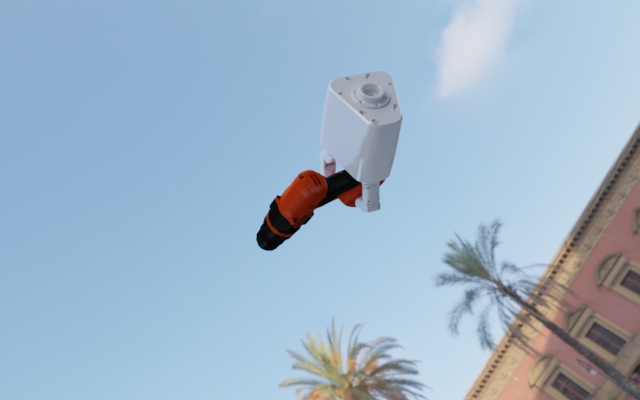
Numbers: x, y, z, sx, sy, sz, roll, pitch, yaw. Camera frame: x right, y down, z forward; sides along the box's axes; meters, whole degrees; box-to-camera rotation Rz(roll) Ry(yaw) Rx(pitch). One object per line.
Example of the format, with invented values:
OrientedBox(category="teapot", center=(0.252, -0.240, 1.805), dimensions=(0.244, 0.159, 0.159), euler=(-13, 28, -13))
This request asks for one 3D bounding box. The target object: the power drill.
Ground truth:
OrientedBox(category="power drill", center=(0.001, 0.002, 0.732), dimensions=(0.187, 0.057, 0.184), euler=(-25, -15, -41))
